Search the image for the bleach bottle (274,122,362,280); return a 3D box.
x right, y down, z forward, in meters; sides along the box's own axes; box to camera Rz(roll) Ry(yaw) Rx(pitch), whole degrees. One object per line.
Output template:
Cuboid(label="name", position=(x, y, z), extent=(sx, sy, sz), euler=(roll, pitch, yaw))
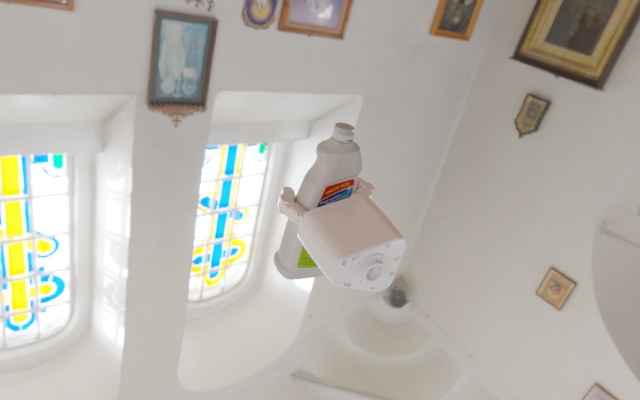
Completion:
Cuboid(label="bleach bottle", position=(0.000, 0.002, 0.730), extent=(0.102, 0.251, 0.068), euler=(-3, 33, -29))
